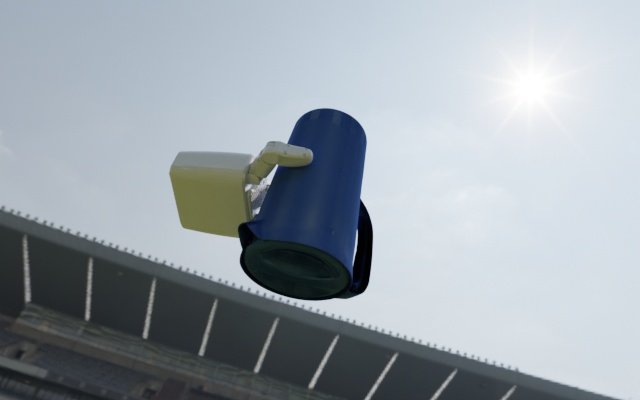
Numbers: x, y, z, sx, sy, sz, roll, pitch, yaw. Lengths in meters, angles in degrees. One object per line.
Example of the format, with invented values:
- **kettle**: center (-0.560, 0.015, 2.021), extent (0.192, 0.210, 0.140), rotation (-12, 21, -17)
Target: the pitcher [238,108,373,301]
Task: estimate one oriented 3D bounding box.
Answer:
- **pitcher**: center (0.000, 0.002, 0.623), extent (0.145, 0.242, 0.149), rotation (5, -38, 12)
